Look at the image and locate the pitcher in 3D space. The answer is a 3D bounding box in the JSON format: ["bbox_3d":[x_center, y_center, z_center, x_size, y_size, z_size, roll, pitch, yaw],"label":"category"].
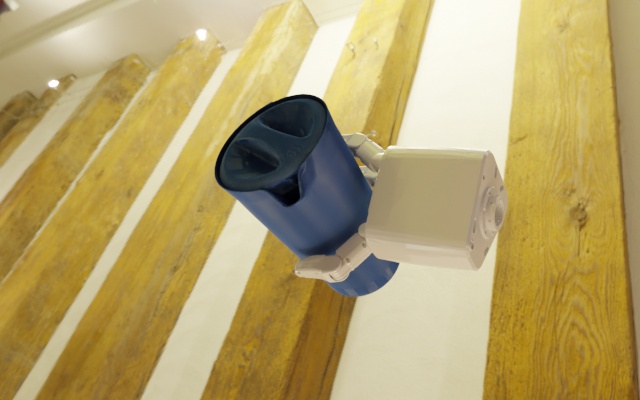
[{"bbox_3d":[0.000,0.002,0.556,0.145,0.149,0.243,5,-34,39],"label":"pitcher"}]
